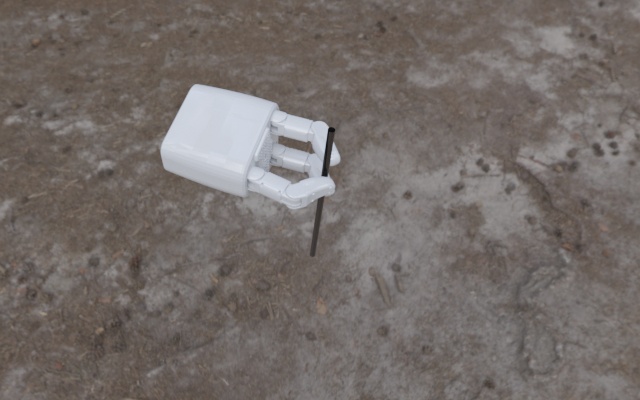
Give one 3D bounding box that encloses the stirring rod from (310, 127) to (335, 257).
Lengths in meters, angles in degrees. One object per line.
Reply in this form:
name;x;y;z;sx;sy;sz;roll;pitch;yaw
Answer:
stirring rod;0.000;0.002;0.586;0.011;0.011;0.240;0;-38;-7
